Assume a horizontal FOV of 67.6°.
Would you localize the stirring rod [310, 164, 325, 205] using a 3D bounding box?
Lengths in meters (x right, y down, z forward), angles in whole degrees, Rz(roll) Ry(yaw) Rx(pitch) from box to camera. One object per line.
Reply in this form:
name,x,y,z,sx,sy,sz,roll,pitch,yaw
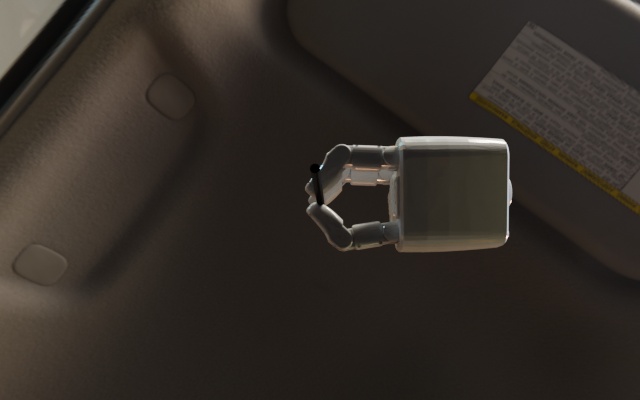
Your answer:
stirring rod,0.000,0.002,0.491,0.011,0.011,0.239,0,-13,2
